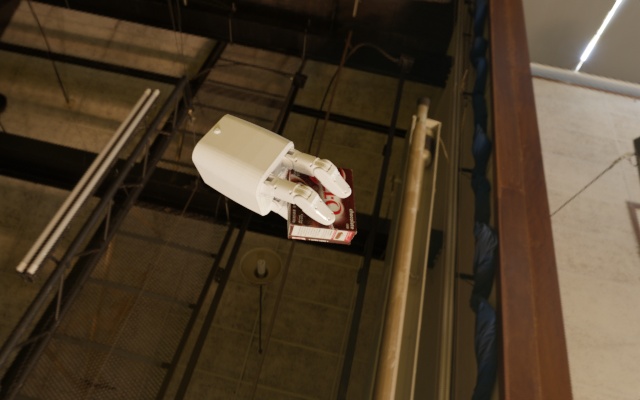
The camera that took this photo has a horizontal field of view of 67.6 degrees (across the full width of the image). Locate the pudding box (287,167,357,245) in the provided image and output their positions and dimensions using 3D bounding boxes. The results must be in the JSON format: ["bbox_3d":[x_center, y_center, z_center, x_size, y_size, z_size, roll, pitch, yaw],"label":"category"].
[{"bbox_3d":[0.000,0.002,0.660,0.090,0.113,0.039,6,-36,-10],"label":"pudding box"}]
